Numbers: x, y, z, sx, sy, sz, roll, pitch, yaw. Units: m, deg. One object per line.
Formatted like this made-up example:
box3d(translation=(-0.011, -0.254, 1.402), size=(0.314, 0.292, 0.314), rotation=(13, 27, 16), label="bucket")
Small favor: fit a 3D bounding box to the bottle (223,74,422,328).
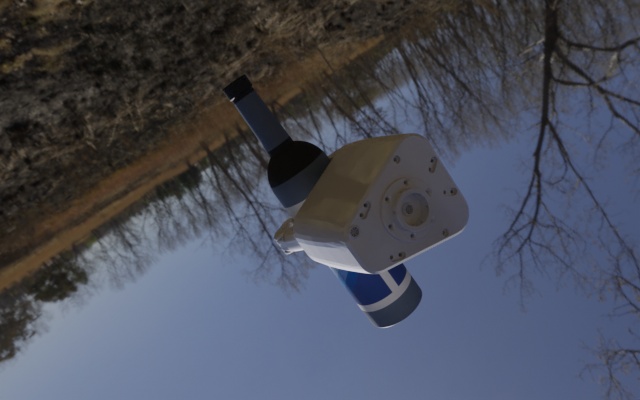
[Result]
box3d(translation=(0.000, 0.002, 0.495), size=(0.069, 0.296, 0.069), rotation=(-34, 14, 9), label="bottle")
